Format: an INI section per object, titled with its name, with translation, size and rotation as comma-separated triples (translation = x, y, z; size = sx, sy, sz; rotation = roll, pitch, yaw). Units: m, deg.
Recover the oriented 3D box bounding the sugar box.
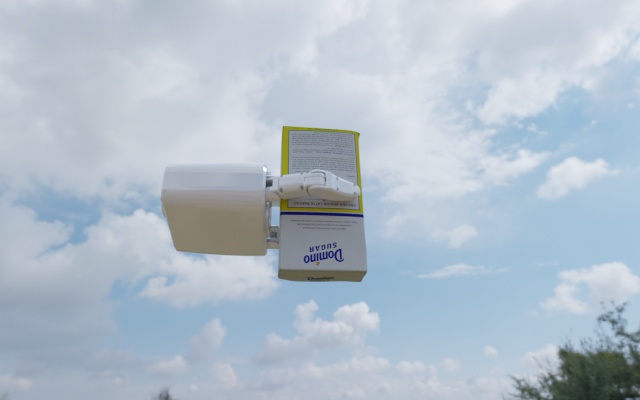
[sugar box]
translation = 0.000, 0.002, 0.535
size = 0.093, 0.176, 0.048
rotation = 3, -25, -6
